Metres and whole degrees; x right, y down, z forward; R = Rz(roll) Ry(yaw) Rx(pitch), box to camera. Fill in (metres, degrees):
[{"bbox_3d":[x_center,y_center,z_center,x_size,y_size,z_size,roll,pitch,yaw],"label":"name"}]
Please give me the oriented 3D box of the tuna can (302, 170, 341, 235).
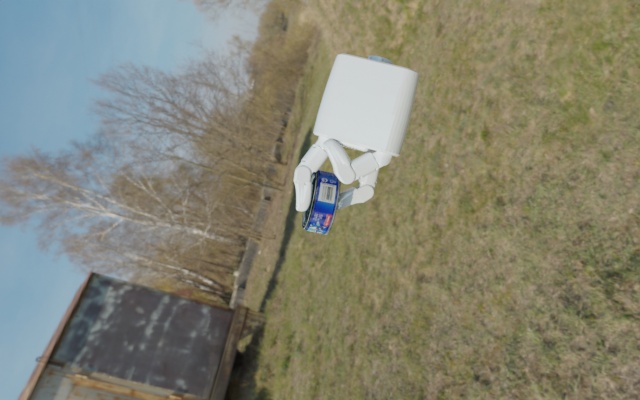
[{"bbox_3d":[0.000,0.002,0.653,0.034,0.086,0.086,11,-2,-9],"label":"tuna can"}]
